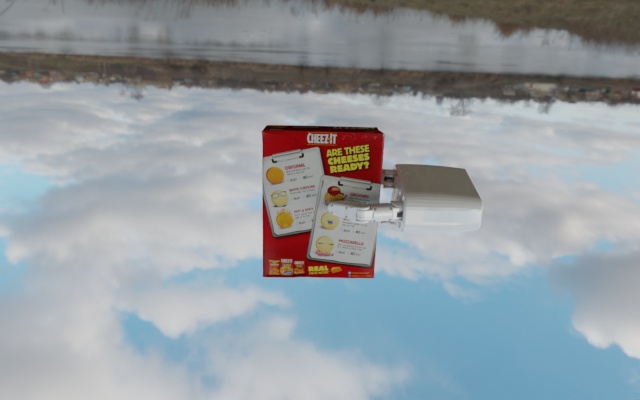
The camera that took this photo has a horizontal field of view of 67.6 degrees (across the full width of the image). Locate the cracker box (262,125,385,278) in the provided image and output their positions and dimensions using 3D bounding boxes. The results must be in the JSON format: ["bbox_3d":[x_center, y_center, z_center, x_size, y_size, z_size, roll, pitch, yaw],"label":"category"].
[{"bbox_3d":[0.000,0.002,0.685,0.164,0.214,0.072,1,17,-3],"label":"cracker box"}]
